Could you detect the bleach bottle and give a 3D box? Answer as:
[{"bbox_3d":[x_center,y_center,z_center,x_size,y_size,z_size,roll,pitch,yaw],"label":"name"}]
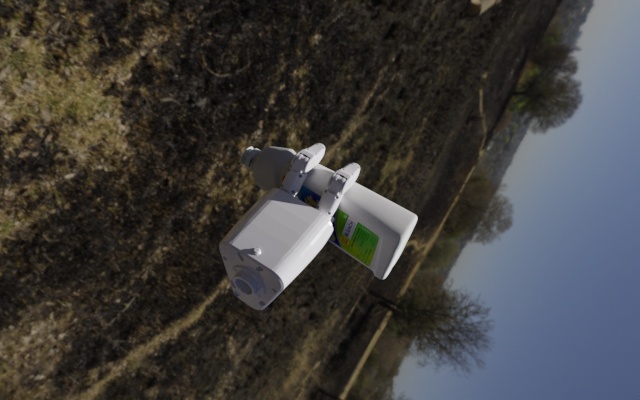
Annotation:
[{"bbox_3d":[0.000,0.002,0.650,0.251,0.103,0.068,30,49,15],"label":"bleach bottle"}]
